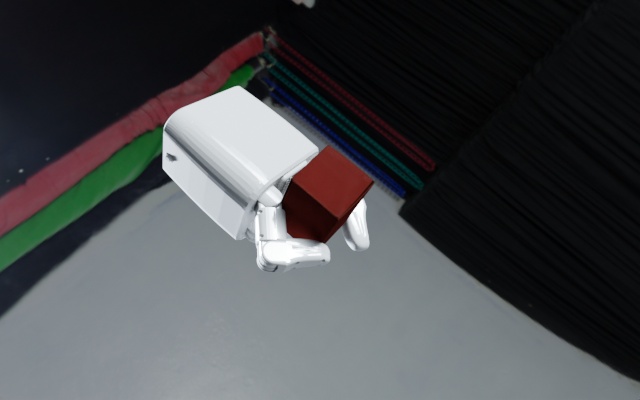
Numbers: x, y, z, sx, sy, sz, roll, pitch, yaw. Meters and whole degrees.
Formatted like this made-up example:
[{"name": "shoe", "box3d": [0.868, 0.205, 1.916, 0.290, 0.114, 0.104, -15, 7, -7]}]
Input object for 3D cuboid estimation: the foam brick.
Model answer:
[{"name": "foam brick", "box3d": [0.000, 0.001, 0.412, 0.053, 0.051, 0.078, -44, -8, -33]}]
